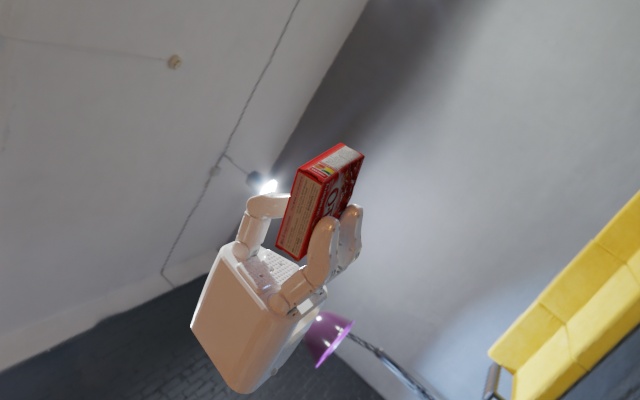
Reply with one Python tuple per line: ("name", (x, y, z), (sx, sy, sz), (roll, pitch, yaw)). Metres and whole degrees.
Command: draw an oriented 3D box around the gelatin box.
("gelatin box", (0.000, 0.001, 0.427), (0.030, 0.089, 0.073), (31, 36, 18))
